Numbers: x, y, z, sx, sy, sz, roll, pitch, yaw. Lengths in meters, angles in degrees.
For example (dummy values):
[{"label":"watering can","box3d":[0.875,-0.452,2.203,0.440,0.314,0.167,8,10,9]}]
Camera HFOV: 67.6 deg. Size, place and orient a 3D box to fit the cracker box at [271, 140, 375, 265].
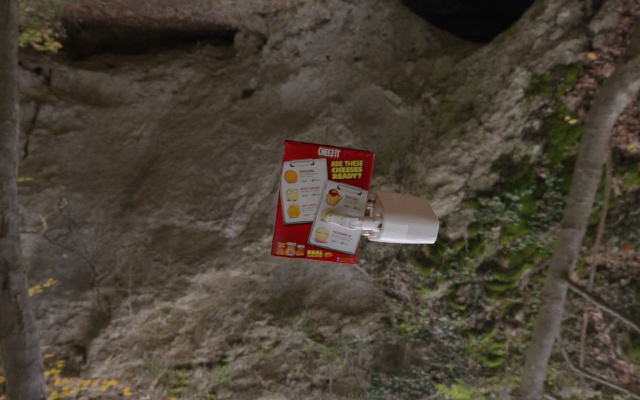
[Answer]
[{"label":"cracker box","box3d":[0.000,0.003,0.893,0.164,0.214,0.072,7,11,-8]}]
